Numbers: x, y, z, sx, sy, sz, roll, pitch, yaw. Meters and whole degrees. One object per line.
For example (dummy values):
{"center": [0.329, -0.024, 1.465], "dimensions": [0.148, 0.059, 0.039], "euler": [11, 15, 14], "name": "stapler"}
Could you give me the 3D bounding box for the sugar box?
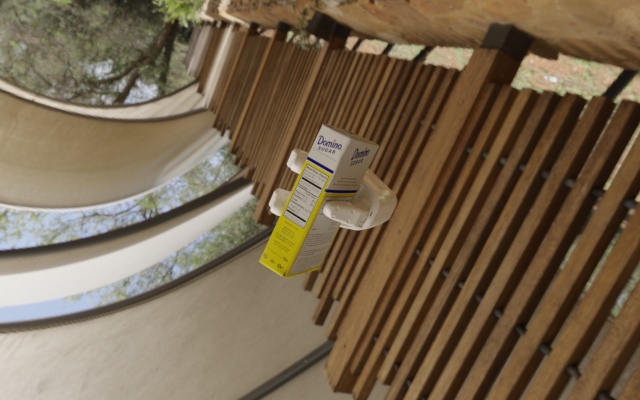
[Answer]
{"center": [0.000, 0.002, 0.562], "dimensions": [0.048, 0.176, 0.093], "euler": [28, 12, 23], "name": "sugar box"}
